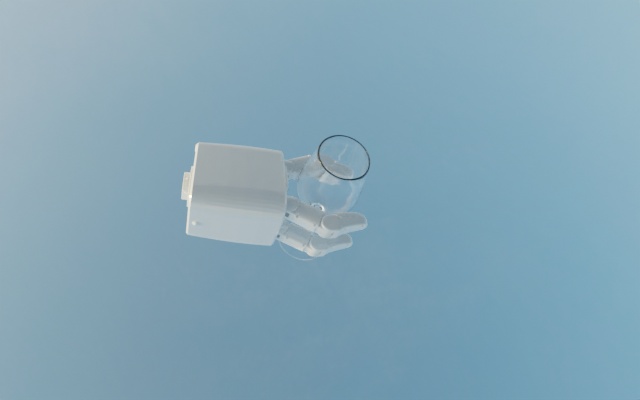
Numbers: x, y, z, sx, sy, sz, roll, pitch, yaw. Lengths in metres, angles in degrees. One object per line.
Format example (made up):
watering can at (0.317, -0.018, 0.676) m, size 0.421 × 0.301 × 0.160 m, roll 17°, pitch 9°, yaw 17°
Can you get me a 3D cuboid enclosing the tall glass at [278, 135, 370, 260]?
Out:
tall glass at (0.000, 0.002, 0.609) m, size 0.079 × 0.079 × 0.201 m, roll 0°, pitch -30°, yaw -18°
